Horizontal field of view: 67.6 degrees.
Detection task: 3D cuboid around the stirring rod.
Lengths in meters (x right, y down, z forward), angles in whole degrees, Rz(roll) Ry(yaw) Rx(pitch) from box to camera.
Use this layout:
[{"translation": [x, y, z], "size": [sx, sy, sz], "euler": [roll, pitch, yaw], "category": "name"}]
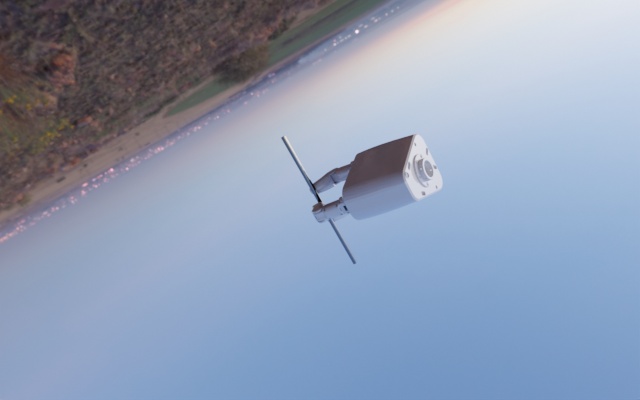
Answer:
[{"translation": [0.000, 0.002, 0.768], "size": [0.011, 0.239, 0.011], "euler": [-28, 14, 8], "category": "stirring rod"}]
